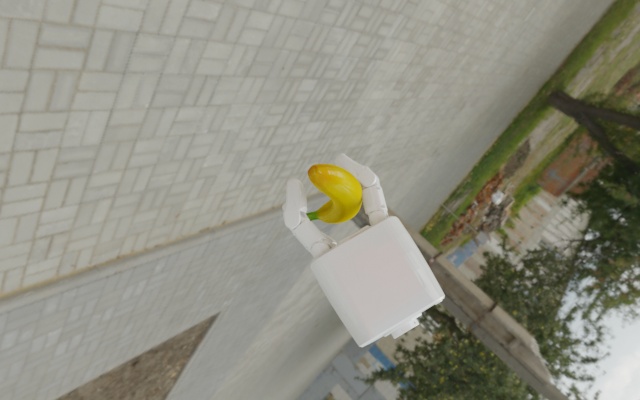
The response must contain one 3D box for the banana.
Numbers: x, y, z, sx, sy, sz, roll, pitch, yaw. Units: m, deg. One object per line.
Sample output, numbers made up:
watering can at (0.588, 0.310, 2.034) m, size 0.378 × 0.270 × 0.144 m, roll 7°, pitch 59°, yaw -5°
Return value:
banana at (0.018, -0.002, 0.570) m, size 0.069 × 0.037 × 0.198 m, roll -14°, pitch -17°, yaw -8°
